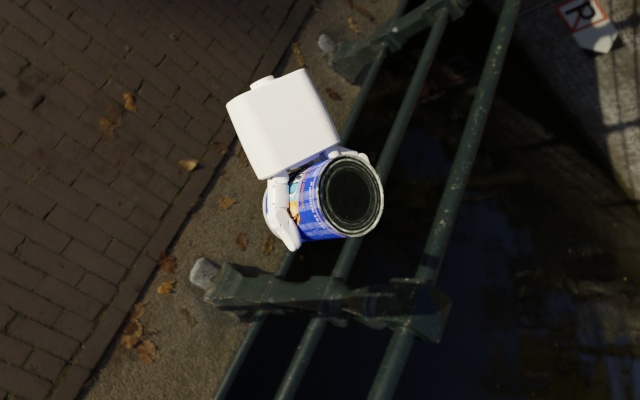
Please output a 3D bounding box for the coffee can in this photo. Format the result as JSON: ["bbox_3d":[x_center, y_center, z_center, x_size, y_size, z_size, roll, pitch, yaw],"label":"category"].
[{"bbox_3d":[0.000,0.002,0.638,0.103,0.103,0.140,0,-7,-34],"label":"coffee can"}]
